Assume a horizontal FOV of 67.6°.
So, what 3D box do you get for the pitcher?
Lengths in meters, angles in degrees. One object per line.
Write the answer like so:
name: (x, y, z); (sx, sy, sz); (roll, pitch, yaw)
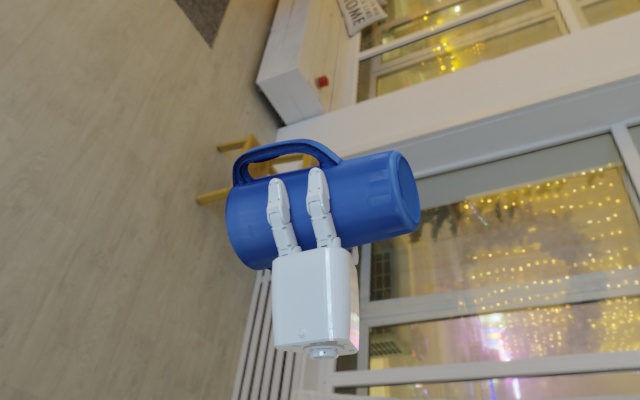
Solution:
pitcher: (0.000, 0.002, 0.643); (0.243, 0.145, 0.149); (-13, -28, 23)
